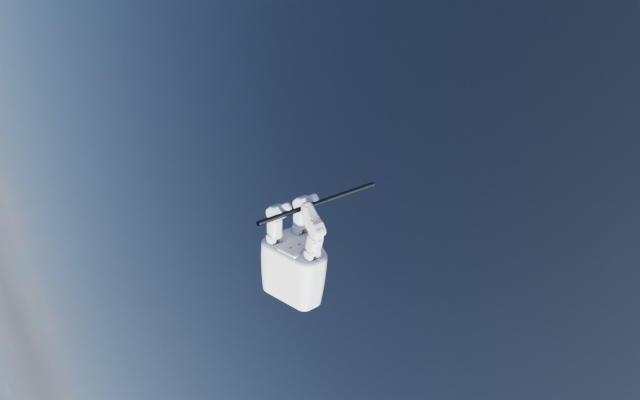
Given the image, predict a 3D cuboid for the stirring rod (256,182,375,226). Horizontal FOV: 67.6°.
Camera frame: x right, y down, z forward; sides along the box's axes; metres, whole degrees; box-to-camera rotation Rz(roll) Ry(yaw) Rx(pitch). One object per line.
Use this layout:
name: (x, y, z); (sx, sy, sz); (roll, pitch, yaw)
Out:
stirring rod: (0.000, 0.003, 0.782); (0.239, 0.011, 0.011); (-19, 11, -34)
